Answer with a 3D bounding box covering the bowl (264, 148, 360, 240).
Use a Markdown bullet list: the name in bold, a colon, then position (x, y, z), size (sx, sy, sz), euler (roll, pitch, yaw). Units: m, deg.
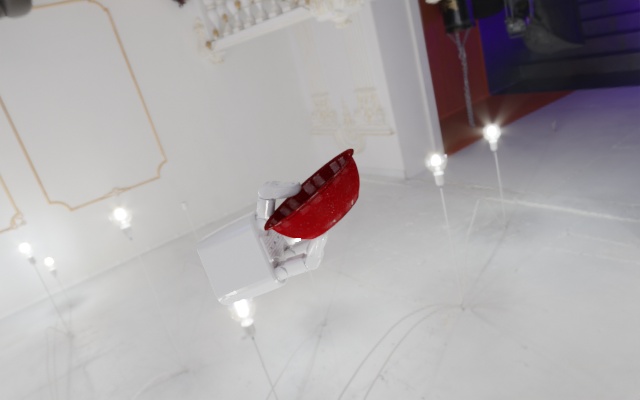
- **bowl**: position (0.001, 0.002, 0.648), size (0.162, 0.055, 0.162), euler (-41, 10, 8)
